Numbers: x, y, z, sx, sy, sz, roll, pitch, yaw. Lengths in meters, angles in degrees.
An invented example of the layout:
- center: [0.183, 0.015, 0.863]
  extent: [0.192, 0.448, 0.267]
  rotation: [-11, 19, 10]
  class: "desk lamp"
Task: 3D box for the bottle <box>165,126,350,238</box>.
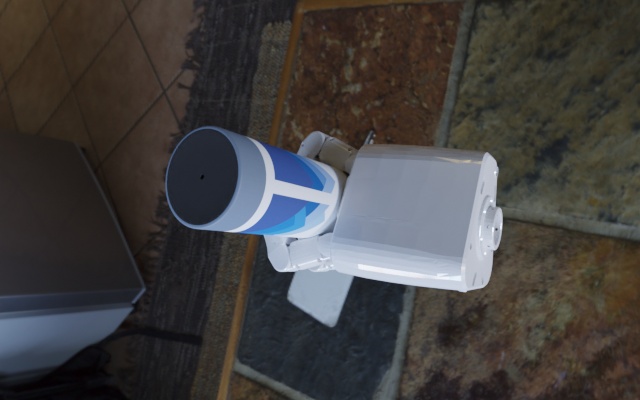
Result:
- center: [0.000, 0.001, 0.426]
  extent: [0.069, 0.069, 0.296]
  rotation: [0, -6, 31]
  class: "bottle"
